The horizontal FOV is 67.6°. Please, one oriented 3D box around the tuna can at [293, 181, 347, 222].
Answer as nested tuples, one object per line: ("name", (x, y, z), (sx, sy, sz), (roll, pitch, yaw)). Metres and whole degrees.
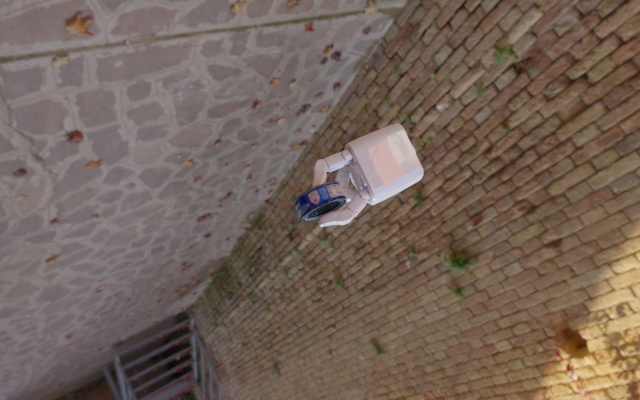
("tuna can", (0.000, 0.003, 0.802), (0.086, 0.033, 0.086), (-23, -14, -6))
